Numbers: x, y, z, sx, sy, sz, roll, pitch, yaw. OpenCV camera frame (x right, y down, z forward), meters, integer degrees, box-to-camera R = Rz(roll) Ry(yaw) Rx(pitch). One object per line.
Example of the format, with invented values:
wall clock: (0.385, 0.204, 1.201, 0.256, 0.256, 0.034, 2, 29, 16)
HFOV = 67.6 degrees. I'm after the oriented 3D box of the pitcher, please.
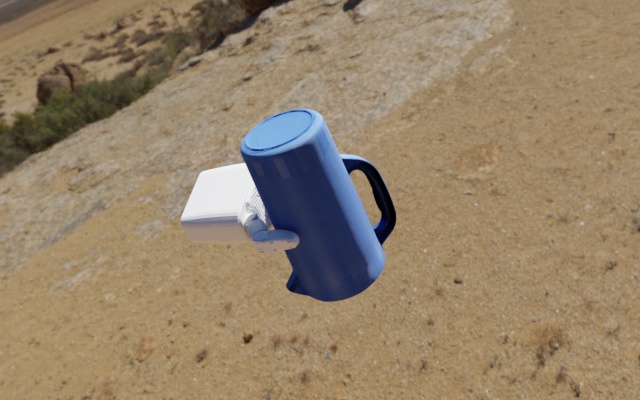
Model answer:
pitcher: (0.000, 0.002, 0.634, 0.145, 0.243, 0.149, -4, 38, 27)
